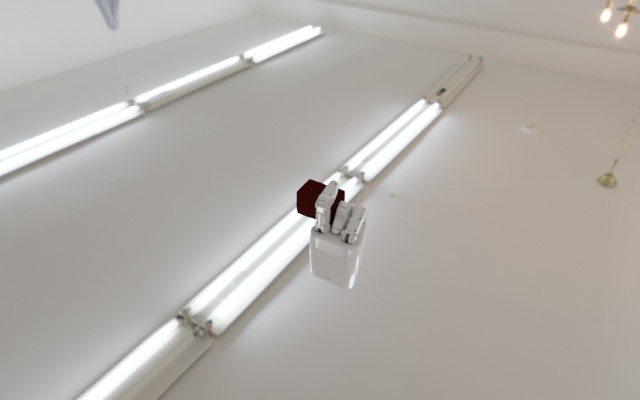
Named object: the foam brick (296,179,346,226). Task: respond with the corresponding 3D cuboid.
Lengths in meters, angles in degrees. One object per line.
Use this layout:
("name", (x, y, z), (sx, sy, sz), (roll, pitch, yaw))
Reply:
("foam brick", (0.000, 0.003, 0.883), (0.078, 0.051, 0.053), (19, 39, 23))
